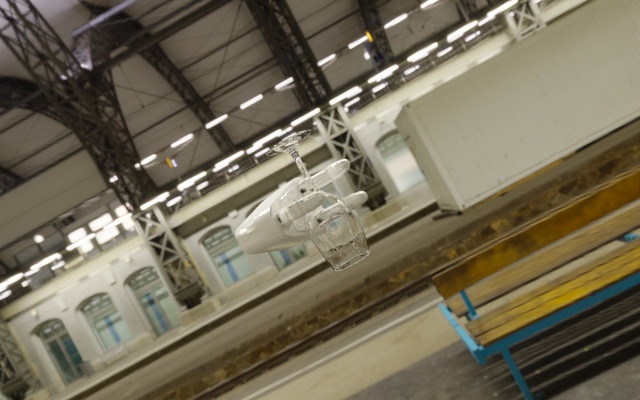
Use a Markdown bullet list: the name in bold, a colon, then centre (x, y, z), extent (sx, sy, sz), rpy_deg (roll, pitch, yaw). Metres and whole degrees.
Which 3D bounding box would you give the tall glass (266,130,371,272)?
- **tall glass**: centre (0.000, 0.002, 0.700), extent (0.079, 0.201, 0.079), rpy_deg (-29, -1, -1)
